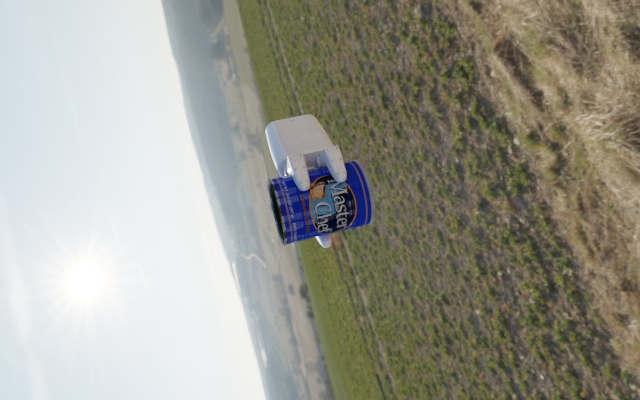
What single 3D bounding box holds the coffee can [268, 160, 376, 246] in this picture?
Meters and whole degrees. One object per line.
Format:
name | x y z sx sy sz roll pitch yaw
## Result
coffee can | 0.000 0.003 0.727 0.140 0.103 0.103 -13 2 -11
